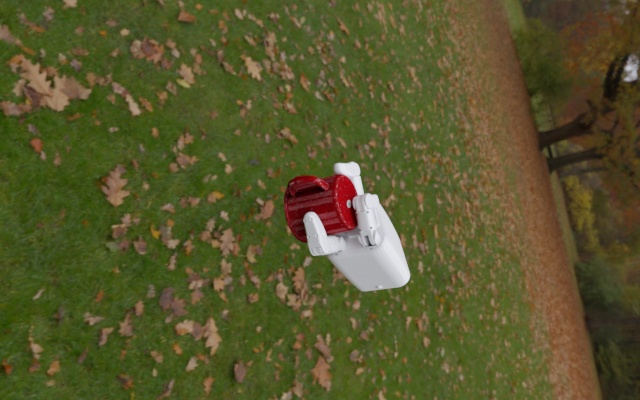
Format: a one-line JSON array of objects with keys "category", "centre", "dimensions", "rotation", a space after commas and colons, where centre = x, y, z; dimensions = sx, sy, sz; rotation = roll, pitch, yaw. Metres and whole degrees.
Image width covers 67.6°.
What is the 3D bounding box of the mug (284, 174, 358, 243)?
[{"category": "mug", "centre": [0.000, 0.001, 0.680], "dimensions": [0.081, 0.093, 0.117], "rotation": [-13, -43, 27]}]
